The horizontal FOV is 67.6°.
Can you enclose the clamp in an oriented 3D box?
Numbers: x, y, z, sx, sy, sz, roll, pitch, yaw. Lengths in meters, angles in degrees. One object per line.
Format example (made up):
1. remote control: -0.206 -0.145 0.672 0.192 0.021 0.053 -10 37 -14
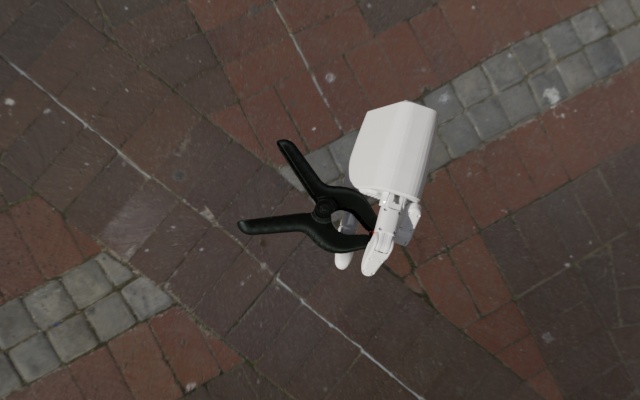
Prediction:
1. clamp: 0.000 0.002 0.559 0.171 0.120 0.039 17 -5 -6
